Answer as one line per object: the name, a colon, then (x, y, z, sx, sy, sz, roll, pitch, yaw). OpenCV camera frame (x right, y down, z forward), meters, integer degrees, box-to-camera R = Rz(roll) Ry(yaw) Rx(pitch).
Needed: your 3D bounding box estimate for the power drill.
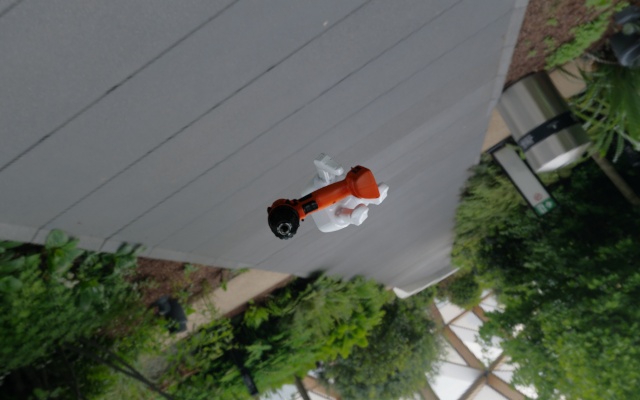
power drill: (0.001, 0.002, 0.795, 0.187, 0.057, 0.184, -22, 11, -3)
